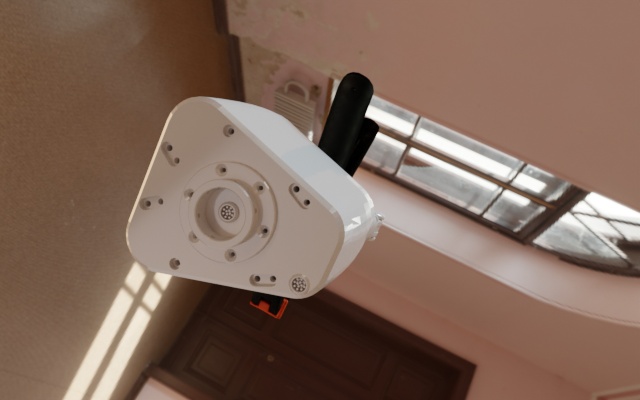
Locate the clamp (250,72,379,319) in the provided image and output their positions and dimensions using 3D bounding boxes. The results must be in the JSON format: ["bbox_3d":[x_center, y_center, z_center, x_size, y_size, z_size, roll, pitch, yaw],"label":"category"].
[{"bbox_3d":[0.001,0.002,0.419,0.036,0.210,0.164,26,9,10],"label":"clamp"}]
